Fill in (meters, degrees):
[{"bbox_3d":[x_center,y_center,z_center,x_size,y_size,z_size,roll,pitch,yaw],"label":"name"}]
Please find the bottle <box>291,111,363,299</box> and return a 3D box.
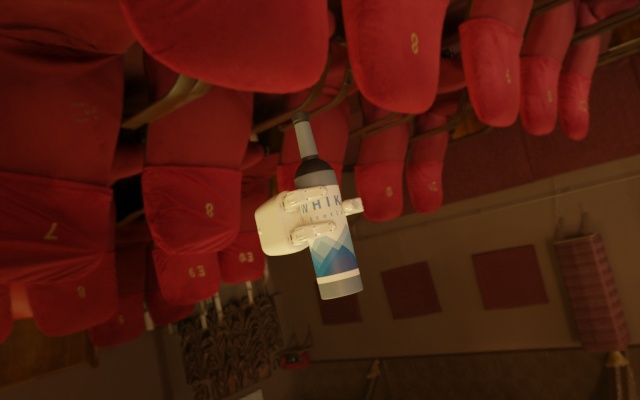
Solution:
[{"bbox_3d":[0.000,0.003,0.754,0.069,0.295,0.069,-13,-6,-1],"label":"bottle"}]
